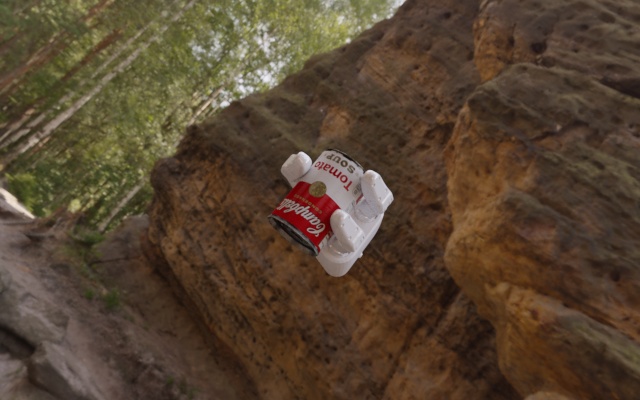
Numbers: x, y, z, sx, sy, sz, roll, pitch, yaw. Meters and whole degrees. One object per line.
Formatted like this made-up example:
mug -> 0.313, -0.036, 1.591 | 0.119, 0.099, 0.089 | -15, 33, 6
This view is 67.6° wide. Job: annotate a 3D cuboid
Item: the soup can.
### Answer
soup can -> 0.000, 0.001, 0.526 | 0.068, 0.102, 0.068 | 35, -17, 12
